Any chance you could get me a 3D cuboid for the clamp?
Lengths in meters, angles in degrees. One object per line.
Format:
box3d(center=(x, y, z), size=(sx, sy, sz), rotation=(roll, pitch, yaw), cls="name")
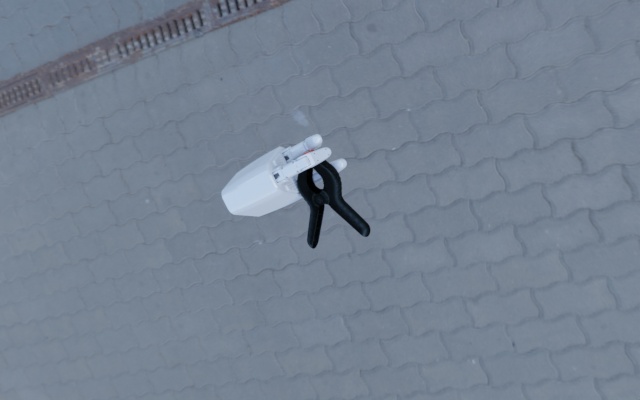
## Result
box3d(center=(0.000, 0.003, 0.814), size=(0.120, 0.171, 0.039), rotation=(-26, 2, 24), cls="clamp")
